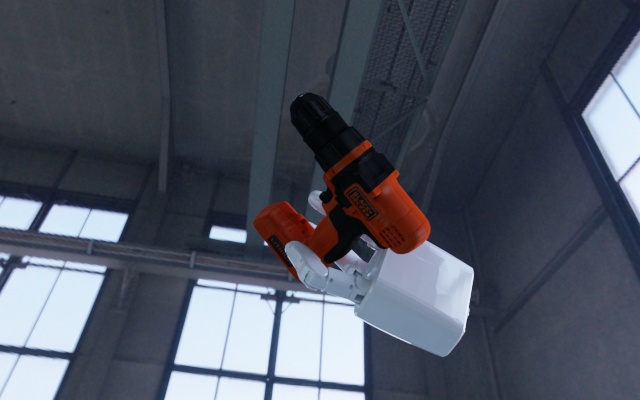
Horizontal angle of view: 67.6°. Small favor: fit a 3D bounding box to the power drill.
[{"bbox_3d":[0.000,0.002,0.508,0.057,0.184,0.188,-37,-2,-41],"label":"power drill"}]
